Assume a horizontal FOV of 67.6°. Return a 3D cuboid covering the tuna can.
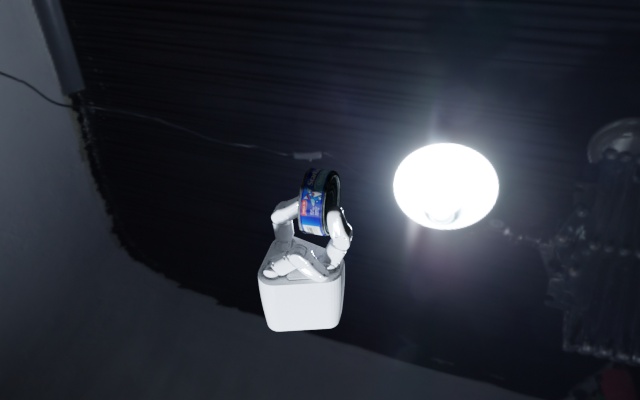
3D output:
[{"bbox_3d":[0.001,0.002,0.615,0.034,0.086,0.086,7,2,16],"label":"tuna can"}]
